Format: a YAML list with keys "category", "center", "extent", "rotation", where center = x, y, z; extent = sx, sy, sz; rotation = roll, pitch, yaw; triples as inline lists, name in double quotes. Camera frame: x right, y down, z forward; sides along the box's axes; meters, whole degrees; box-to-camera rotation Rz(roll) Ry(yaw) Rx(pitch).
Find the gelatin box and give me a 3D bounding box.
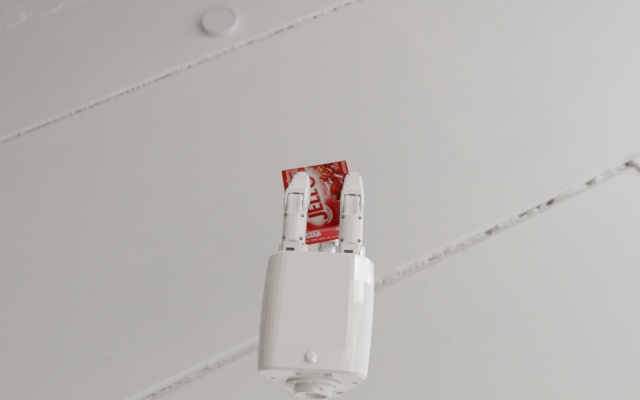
- category: "gelatin box"
  center: [0.000, 0.002, 0.510]
  extent: [0.073, 0.089, 0.030]
  rotation: [-9, -38, -2]
